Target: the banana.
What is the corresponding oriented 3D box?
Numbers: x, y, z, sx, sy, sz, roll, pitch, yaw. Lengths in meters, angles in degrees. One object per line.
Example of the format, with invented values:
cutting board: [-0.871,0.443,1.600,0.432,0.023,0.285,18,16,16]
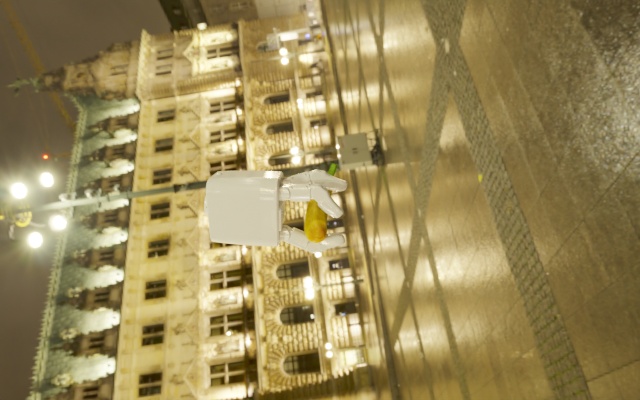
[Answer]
banana: [-0.003,0.015,0.765,0.037,0.070,0.197,13,36,-2]
